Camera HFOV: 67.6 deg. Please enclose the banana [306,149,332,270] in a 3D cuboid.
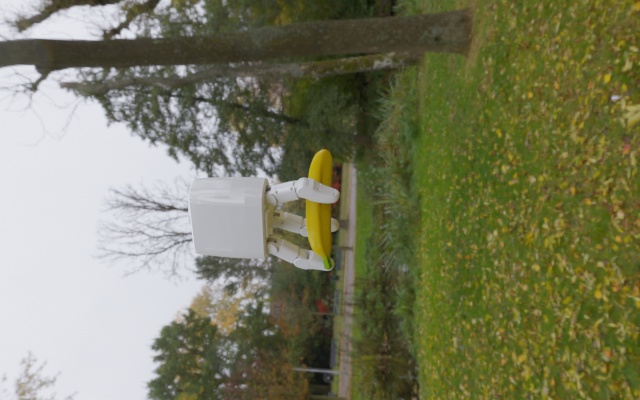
[{"bbox_3d":[-0.001,-0.002,0.706,0.037,0.197,0.070,-1,-25,4],"label":"banana"}]
